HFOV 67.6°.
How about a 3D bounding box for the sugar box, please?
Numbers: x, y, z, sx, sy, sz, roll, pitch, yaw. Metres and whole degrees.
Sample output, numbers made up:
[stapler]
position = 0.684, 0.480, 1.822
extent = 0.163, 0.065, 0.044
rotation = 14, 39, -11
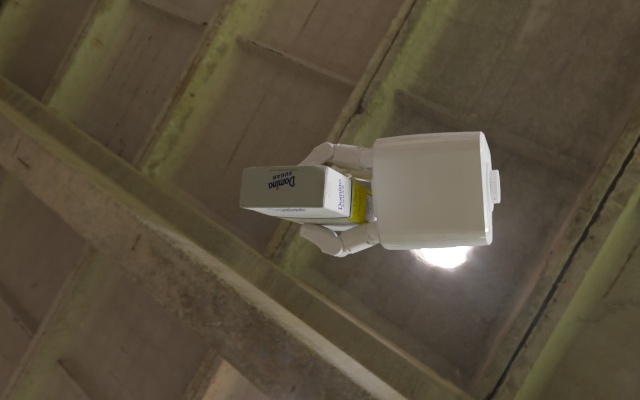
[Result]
[sugar box]
position = 0.000, 0.001, 0.515
extent = 0.093, 0.048, 0.176
rotation = 0, -12, 24
